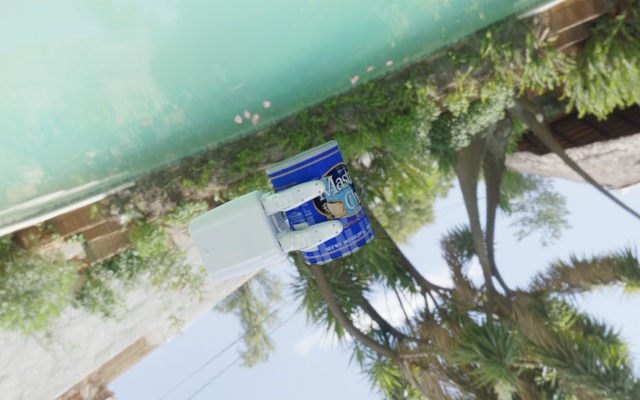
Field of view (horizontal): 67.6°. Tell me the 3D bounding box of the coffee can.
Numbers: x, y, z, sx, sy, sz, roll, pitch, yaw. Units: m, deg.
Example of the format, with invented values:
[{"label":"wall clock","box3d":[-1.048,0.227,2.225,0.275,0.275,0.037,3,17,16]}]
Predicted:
[{"label":"coffee can","box3d":[0.000,0.002,0.647,0.103,0.140,0.103,-23,8,3]}]
